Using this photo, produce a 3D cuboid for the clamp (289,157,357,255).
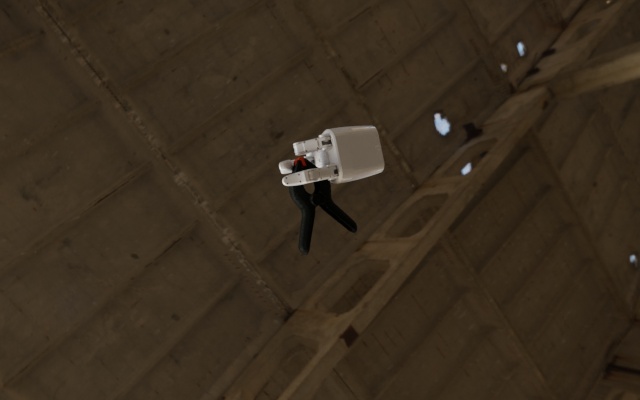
[{"bbox_3d":[0.000,0.003,0.863,0.120,0.171,0.039,-12,1,-32],"label":"clamp"}]
